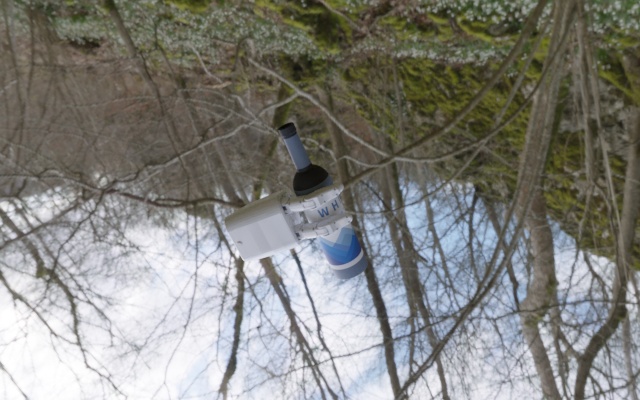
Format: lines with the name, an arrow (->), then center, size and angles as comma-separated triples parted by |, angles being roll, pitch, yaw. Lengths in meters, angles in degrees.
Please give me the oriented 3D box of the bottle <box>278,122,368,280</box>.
bottle -> 0.000, 0.003, 0.827 | 0.069, 0.296, 0.069 | -21, 24, 9
